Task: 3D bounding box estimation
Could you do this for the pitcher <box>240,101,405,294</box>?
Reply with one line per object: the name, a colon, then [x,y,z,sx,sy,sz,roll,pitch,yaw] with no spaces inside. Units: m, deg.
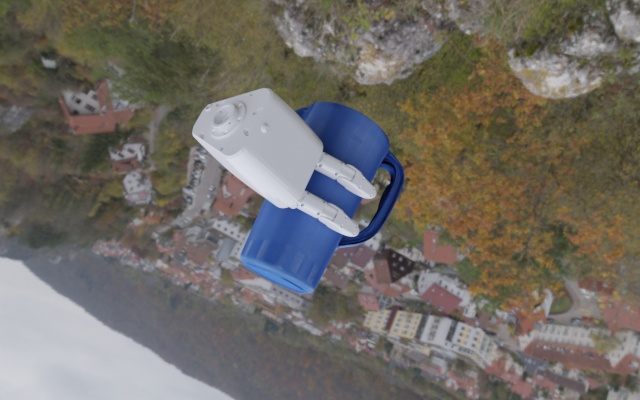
pitcher: [0.000,0.002,0.654,0.149,0.242,0.145,12,-21,38]
